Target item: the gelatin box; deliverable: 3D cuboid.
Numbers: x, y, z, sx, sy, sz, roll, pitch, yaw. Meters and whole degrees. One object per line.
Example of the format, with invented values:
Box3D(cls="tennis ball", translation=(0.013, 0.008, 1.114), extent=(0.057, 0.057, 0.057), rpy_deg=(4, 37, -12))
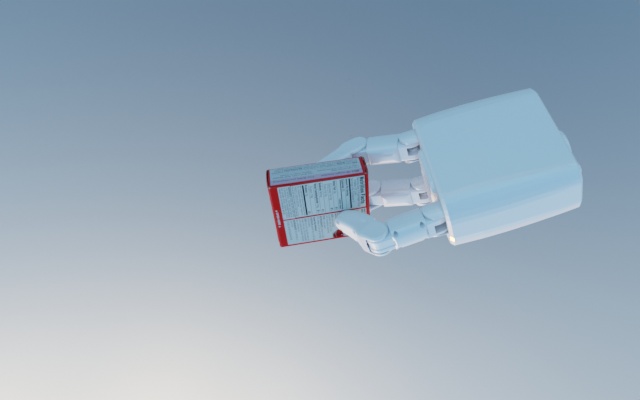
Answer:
Box3D(cls="gelatin box", translation=(0.000, 0.002, 0.436), extent=(0.089, 0.073, 0.030), rpy_deg=(-9, 40, -2))
